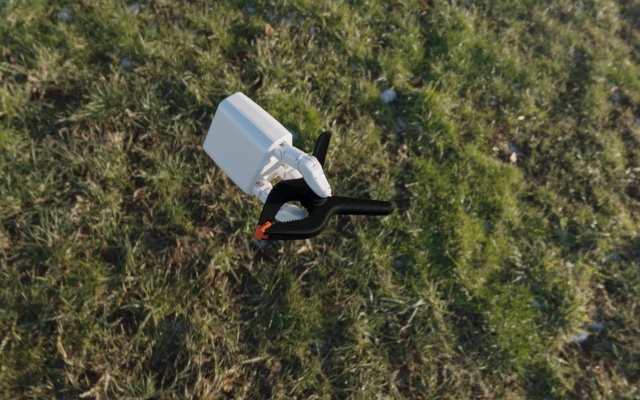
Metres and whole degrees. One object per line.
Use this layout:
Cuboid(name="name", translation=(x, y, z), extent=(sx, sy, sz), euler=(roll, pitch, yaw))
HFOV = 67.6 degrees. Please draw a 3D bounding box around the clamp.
Cuboid(name="clamp", translation=(0.000, 0.002, 0.685), extent=(0.210, 0.164, 0.036), euler=(-40, -12, -32))
